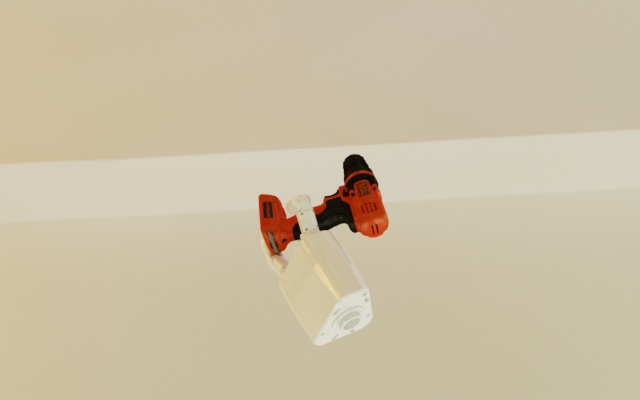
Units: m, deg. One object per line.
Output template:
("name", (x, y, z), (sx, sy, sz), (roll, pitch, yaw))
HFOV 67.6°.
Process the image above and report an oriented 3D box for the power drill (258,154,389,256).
("power drill", (0.000, 0.003, 0.736), (0.187, 0.057, 0.184), (-17, 36, 4))
